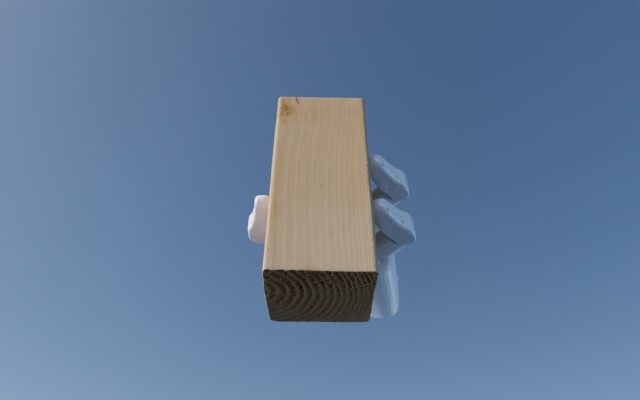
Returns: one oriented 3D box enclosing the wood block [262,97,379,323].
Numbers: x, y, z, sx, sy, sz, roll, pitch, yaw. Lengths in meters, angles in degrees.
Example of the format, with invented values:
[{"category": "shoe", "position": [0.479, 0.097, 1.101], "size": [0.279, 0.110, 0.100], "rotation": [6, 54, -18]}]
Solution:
[{"category": "wood block", "position": [0.000, 0.002, 0.457], "size": [0.091, 0.206, 0.090], "rotation": [0, -40, 0]}]
